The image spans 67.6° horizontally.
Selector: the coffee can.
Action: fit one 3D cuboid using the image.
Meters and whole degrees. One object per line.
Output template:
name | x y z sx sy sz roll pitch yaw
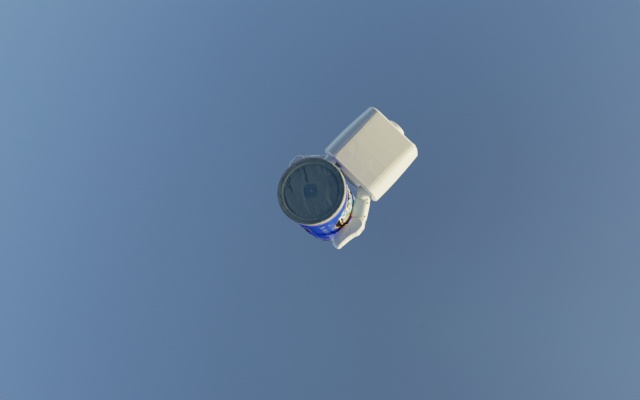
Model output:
coffee can | 0.000 0.003 0.762 0.103 0.102 0.140 0 -14 12
